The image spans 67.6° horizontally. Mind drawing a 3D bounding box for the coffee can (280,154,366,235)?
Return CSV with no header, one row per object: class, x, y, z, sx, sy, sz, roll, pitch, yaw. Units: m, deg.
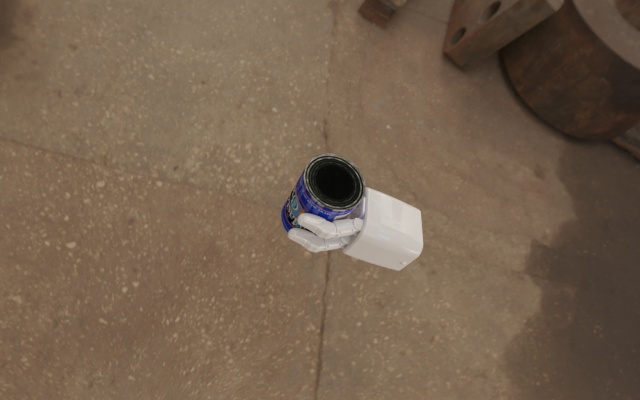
coffee can,0.000,0.003,0.793,0.103,0.102,0.140,0,-28,-21
